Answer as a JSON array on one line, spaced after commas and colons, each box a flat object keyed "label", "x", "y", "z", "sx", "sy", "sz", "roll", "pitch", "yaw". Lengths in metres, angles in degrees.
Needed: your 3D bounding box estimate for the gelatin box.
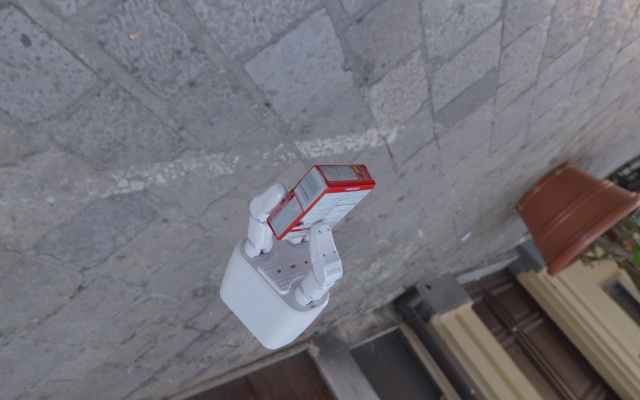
[{"label": "gelatin box", "x": 0.000, "y": 0.002, "z": 0.468, "sx": 0.073, "sy": 0.030, "sz": 0.089, "roll": -5, "pitch": -32, "yaw": -47}]
